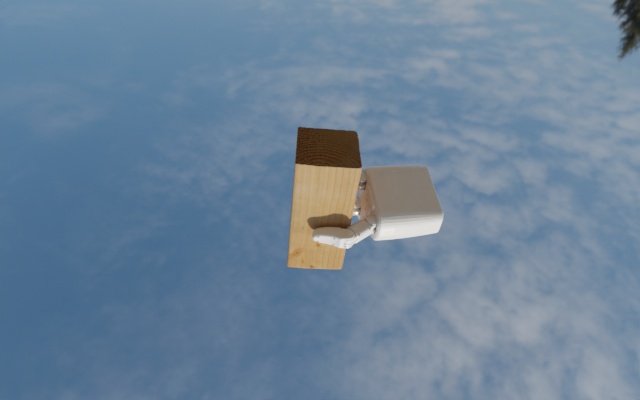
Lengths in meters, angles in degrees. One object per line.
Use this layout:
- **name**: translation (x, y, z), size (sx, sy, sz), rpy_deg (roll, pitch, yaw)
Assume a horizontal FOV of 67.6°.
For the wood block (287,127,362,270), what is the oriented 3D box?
- **wood block**: translation (0.001, 0.003, 0.722), size (0.090, 0.206, 0.090), rpy_deg (4, 41, -4)
